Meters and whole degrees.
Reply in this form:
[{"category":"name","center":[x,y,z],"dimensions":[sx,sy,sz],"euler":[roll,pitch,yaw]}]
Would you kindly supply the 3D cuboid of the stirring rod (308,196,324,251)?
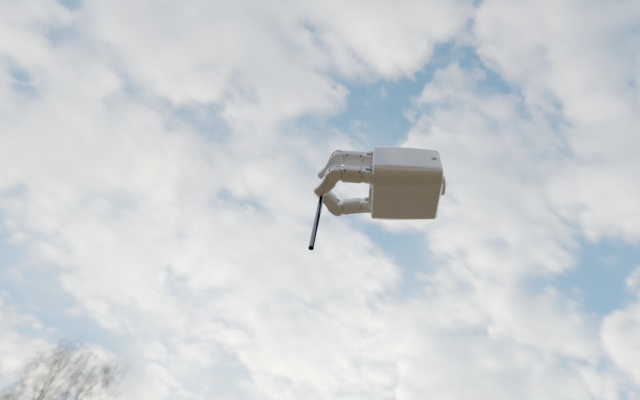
[{"category":"stirring rod","center":[0.000,0.003,0.739],"dimensions":[0.011,0.011,0.239],"euler":[0,31,7]}]
